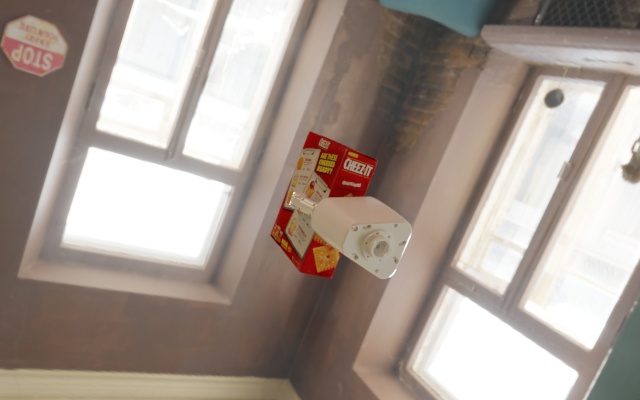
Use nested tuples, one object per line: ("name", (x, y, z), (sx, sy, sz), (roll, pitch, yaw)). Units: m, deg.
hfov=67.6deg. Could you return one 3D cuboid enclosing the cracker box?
("cracker box", (0.000, 0.003, 0.831), (0.072, 0.214, 0.164), (17, 10, -28))
